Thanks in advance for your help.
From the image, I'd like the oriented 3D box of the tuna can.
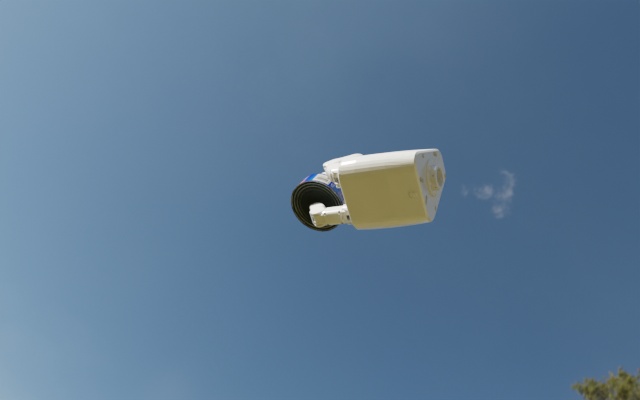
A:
[{"bbox_3d":[0.000,0.002,0.729,0.086,0.086,0.033,0,27,27],"label":"tuna can"}]
